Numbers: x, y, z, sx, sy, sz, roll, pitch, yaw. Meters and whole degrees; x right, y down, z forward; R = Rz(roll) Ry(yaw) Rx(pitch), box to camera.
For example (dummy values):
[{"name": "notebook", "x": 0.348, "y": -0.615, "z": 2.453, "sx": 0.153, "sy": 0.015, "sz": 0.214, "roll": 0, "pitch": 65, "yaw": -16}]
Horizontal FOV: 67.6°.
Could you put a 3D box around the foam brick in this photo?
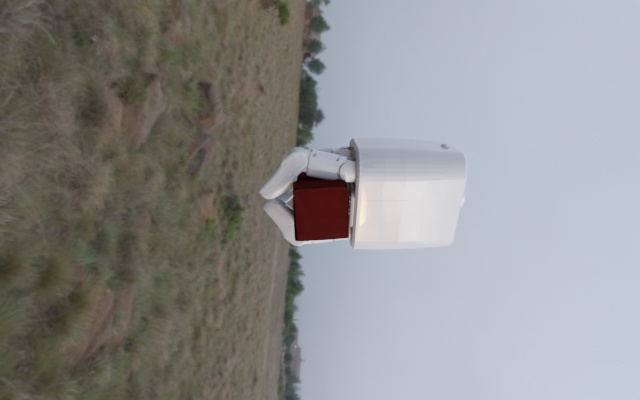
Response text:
[{"name": "foam brick", "x": 0.000, "y": 0.002, "z": 0.473, "sx": 0.051, "sy": 0.053, "sz": 0.078, "roll": -2, "pitch": 18, "yaw": 0}]
